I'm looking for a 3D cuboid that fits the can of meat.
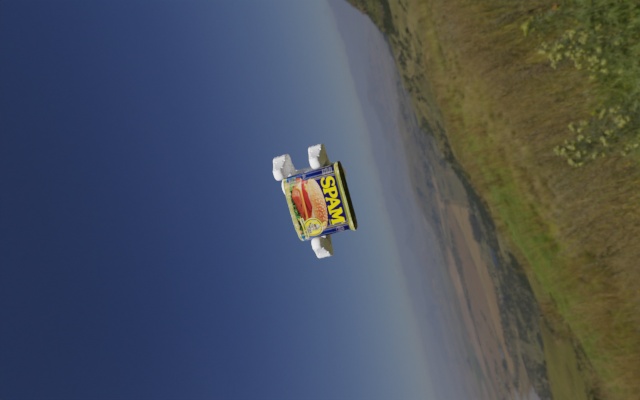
[{"bbox_3d":[0.000,0.002,0.697,0.084,0.102,0.057,-14,6,10],"label":"can of meat"}]
